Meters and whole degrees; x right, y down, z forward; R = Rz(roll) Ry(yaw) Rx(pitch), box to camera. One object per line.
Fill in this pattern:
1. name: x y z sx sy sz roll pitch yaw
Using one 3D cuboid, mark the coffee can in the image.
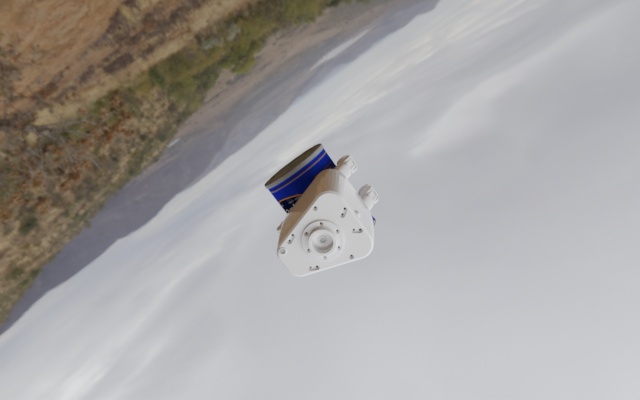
1. coffee can: 0.000 0.002 0.703 0.103 0.140 0.102 -35 11 8
